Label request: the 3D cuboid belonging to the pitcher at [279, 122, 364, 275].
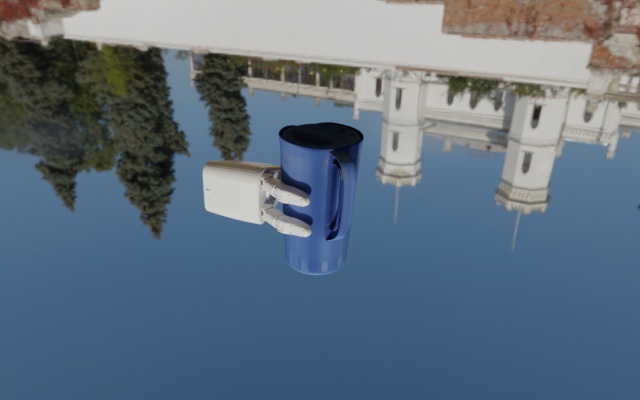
[{"bbox_3d":[0.000,0.003,0.787,0.145,0.243,0.149,11,27,16],"label":"pitcher"}]
